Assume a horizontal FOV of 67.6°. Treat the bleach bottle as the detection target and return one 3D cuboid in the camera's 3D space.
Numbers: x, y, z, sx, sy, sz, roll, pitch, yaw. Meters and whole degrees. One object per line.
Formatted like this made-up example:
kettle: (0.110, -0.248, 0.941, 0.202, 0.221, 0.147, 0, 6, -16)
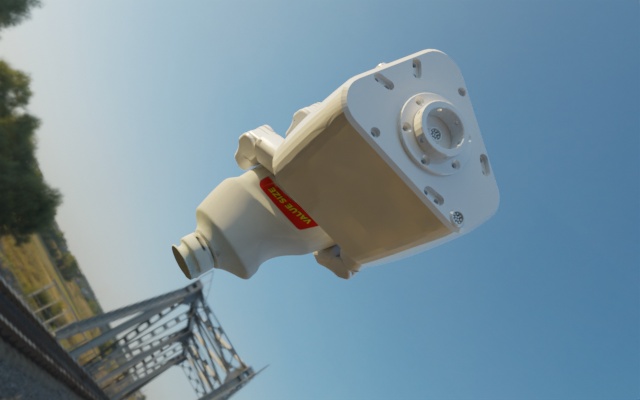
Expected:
bleach bottle: (0.000, 0.001, 0.406, 0.251, 0.102, 0.068, -28, -2, -29)
